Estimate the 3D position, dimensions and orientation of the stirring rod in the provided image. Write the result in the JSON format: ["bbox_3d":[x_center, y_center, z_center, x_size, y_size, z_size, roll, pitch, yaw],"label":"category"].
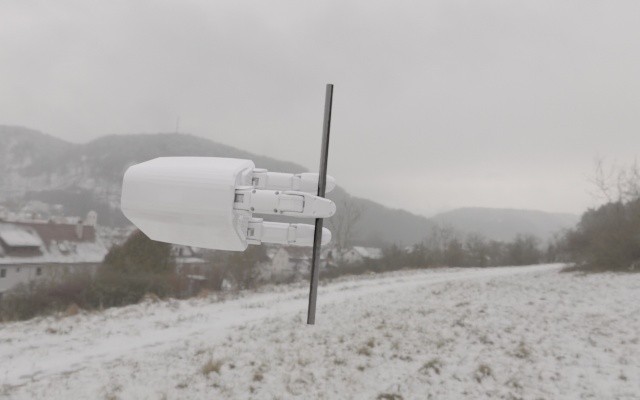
[{"bbox_3d":[0.000,0.002,0.477,0.011,0.239,0.011,5,-5,0],"label":"stirring rod"}]
